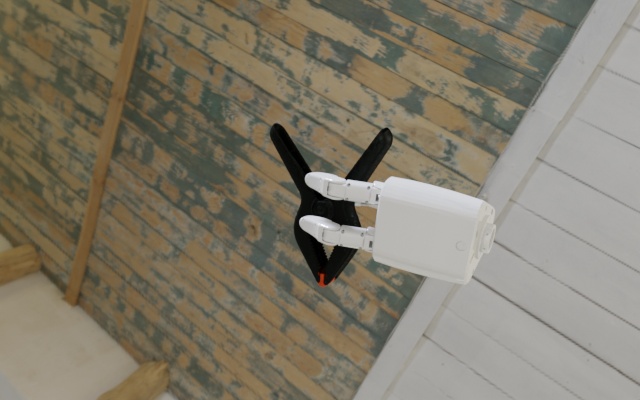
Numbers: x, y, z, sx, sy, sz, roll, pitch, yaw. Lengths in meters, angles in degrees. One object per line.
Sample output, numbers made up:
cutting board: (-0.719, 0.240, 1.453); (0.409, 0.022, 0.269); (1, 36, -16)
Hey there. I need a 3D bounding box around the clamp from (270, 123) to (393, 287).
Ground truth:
clamp: (0.001, 0.002, 0.597); (0.164, 0.210, 0.036); (15, 18, 29)
